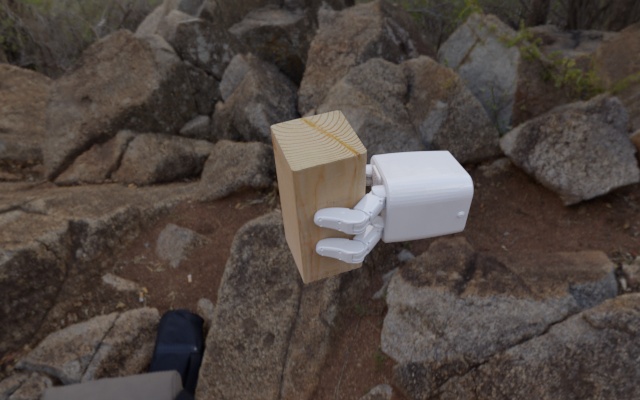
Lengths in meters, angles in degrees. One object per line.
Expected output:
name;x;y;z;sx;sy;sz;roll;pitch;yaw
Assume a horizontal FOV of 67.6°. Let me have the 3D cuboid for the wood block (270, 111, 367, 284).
wood block;0.000;0.002;0.614;0.090;0.206;0.090;-15;46;-12
